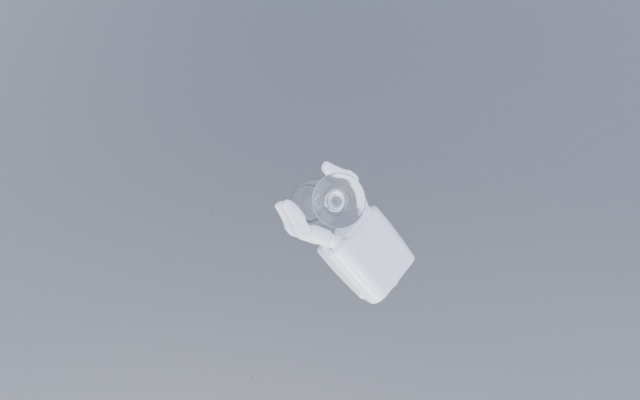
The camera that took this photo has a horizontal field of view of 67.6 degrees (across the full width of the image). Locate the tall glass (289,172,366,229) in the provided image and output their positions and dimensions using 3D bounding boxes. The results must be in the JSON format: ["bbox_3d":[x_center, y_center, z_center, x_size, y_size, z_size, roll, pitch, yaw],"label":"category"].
[{"bbox_3d":[0.000,0.002,0.725,0.079,0.079,0.201,0,-1,-15],"label":"tall glass"}]
